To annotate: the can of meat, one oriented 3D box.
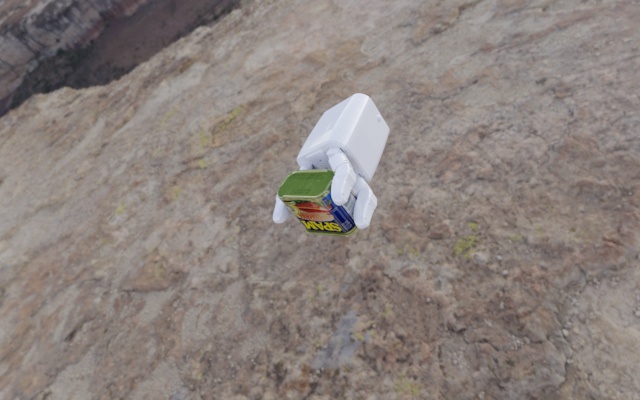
[{"bbox_3d":[0.000,0.002,0.672,0.102,0.057,0.084,2,-38,42],"label":"can of meat"}]
